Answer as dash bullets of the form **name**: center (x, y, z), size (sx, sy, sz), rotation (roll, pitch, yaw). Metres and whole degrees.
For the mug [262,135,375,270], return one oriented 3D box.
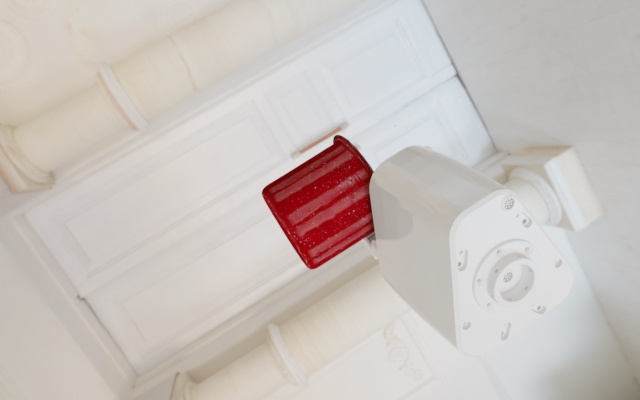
- **mug**: center (-0.001, 0.001, 0.417), size (0.081, 0.093, 0.117), rotation (-32, 23, -7)
